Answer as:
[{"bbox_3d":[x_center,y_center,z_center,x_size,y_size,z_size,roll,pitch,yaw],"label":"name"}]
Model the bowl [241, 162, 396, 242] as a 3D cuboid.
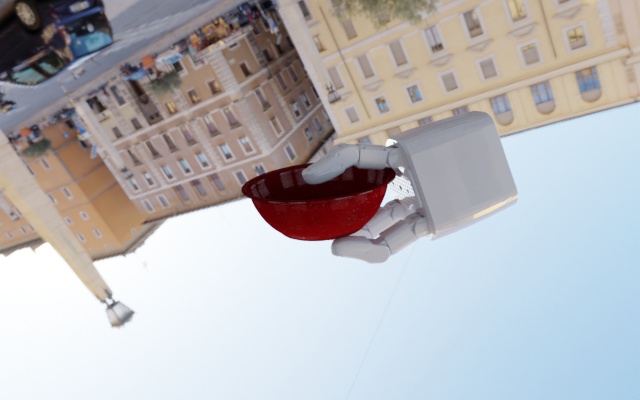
[{"bbox_3d":[-0.001,0.002,0.507,0.162,0.055,0.162,-5,17,2],"label":"bowl"}]
